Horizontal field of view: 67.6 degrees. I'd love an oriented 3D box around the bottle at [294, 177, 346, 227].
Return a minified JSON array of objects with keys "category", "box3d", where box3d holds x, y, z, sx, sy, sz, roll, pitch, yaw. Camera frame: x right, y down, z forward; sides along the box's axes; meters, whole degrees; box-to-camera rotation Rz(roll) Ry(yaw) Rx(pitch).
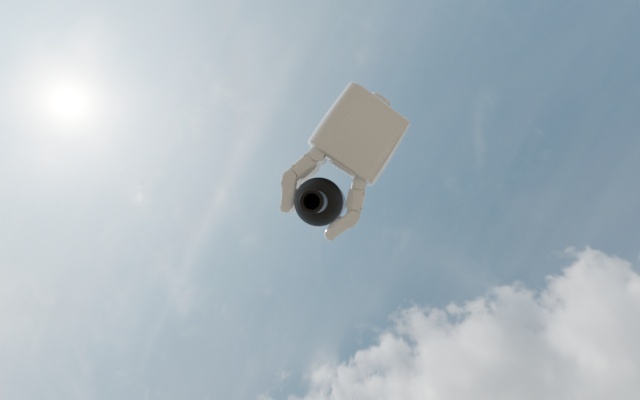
[{"category":"bottle","box3d":[0.000,0.002,0.677,0.069,0.069,0.296,0,0,4]}]
